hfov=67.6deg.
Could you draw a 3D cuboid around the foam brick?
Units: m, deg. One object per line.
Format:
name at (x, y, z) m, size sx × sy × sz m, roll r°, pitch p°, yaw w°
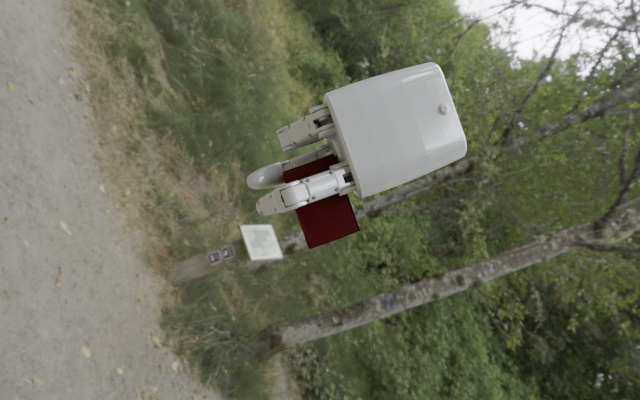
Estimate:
foam brick at (0.000, 0.002, 0.460) m, size 0.051 × 0.078 × 0.053 m, roll -19°, pitch 1°, yaw -3°
